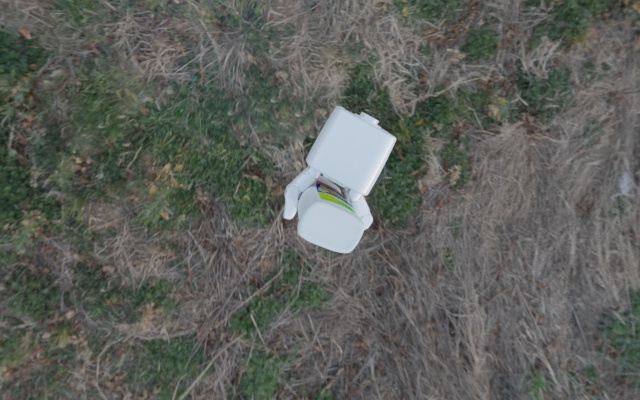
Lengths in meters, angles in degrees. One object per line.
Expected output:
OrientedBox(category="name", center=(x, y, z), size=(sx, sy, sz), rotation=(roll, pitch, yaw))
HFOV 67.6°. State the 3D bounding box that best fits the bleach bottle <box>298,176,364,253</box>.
OrientedBox(category="bleach bottle", center=(0.000, 0.003, 0.826), size=(0.102, 0.068, 0.250), rotation=(24, 14, -16))
